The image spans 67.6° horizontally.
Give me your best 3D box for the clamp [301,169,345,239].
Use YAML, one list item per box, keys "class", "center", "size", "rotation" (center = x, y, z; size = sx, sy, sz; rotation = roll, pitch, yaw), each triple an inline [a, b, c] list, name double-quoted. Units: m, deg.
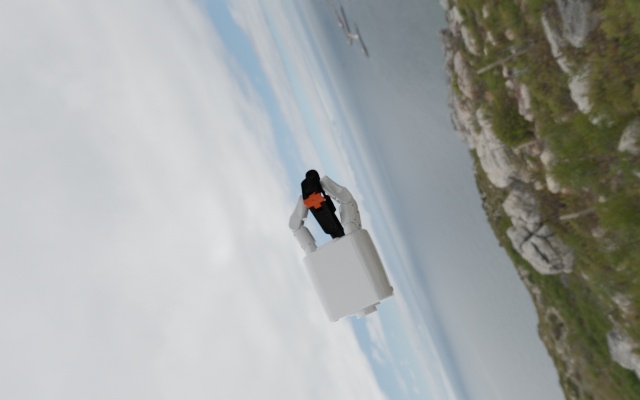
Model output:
- class: "clamp"
  center: [-0.001, 0.003, 0.762]
  size: [0.036, 0.164, 0.210]
  rotation: [-27, -16, 4]
